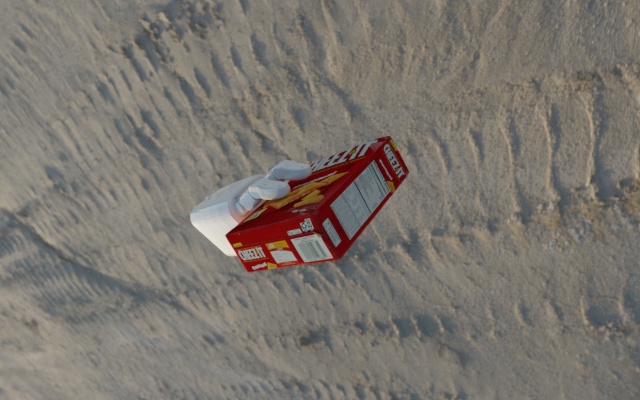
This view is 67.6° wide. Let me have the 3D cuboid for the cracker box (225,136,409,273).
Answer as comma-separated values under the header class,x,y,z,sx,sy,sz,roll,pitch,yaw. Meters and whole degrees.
class,x,y,z,sx,sy,sz,roll,pitch,yaw
cracker box,0.000,0.002,0.646,0.164,0.072,0.213,-15,21,41
